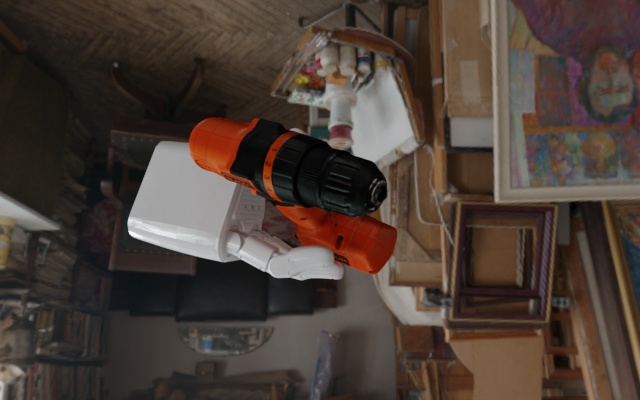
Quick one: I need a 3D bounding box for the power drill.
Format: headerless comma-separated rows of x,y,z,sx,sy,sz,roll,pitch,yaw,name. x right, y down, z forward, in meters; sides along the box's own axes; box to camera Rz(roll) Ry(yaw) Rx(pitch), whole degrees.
0.000,0.002,0.410,0.184,0.057,0.188,21,-16,37,power drill
